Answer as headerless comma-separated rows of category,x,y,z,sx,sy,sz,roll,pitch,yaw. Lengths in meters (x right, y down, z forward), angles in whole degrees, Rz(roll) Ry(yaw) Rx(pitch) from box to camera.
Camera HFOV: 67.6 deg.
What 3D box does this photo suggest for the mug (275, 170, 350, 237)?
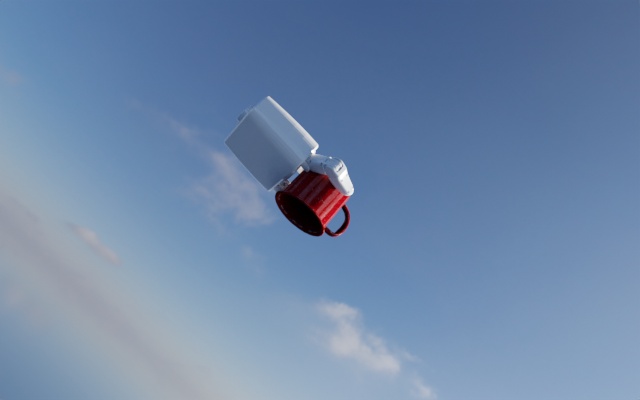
mug,0.001,0.003,0.726,0.081,0.117,0.093,-48,10,-26
